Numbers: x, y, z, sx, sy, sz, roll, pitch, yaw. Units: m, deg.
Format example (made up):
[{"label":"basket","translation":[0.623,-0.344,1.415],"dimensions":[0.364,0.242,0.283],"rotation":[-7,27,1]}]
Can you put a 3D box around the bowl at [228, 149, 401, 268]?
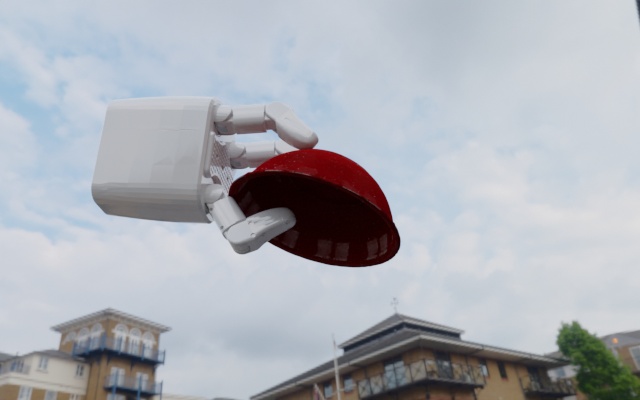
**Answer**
[{"label":"bowl","translation":[0.001,0.002,0.443],"dimensions":[0.162,0.055,0.162],"rotation":[15,-29,9]}]
